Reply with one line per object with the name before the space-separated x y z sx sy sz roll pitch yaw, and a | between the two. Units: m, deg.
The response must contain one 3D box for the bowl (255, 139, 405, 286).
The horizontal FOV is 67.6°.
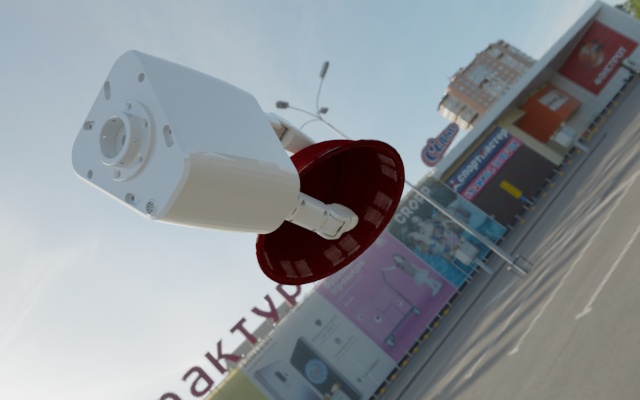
bowl | 0.000 0.002 0.445 0.162 0.162 0.055 0 35 -43
